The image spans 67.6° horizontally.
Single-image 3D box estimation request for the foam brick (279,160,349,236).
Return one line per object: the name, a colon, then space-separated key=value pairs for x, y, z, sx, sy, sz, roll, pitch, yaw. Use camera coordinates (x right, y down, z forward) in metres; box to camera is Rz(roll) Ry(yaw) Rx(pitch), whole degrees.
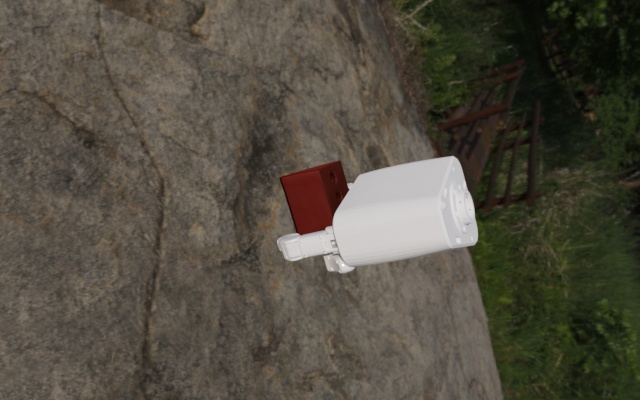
foam brick: x=0.000 y=0.001 z=0.516 sx=0.051 sy=0.078 sz=0.053 roll=-13 pitch=8 yaw=32
